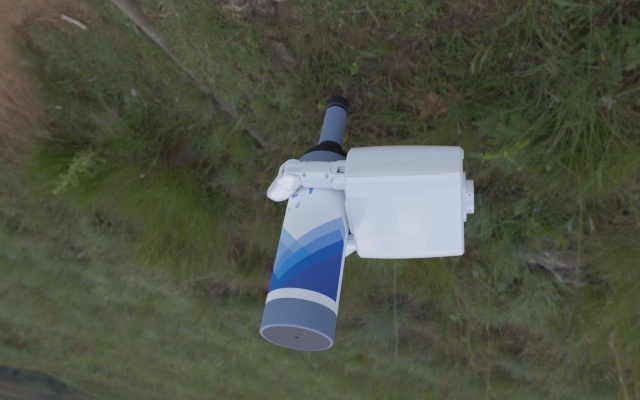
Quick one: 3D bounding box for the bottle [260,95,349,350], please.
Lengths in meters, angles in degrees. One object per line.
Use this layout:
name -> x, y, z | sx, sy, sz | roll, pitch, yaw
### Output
bottle -> 0.000, 0.002, 0.504 | 0.069, 0.295, 0.069 | 7, -34, 5
